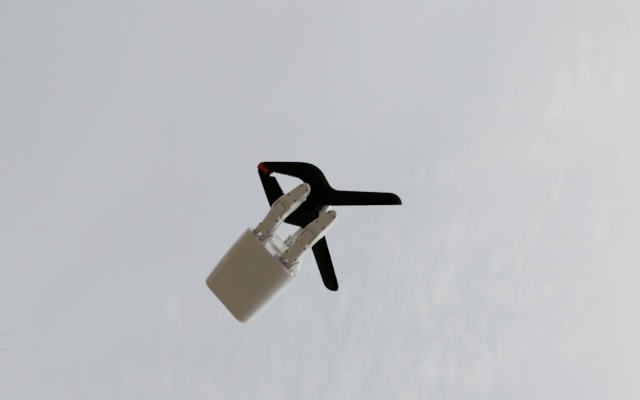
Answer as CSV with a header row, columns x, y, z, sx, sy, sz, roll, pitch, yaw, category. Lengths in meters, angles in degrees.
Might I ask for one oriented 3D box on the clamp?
x,y,z,sx,sy,sz,roll,pitch,yaw,category
0.000,0.002,0.688,0.210,0.164,0.036,45,9,12,clamp
